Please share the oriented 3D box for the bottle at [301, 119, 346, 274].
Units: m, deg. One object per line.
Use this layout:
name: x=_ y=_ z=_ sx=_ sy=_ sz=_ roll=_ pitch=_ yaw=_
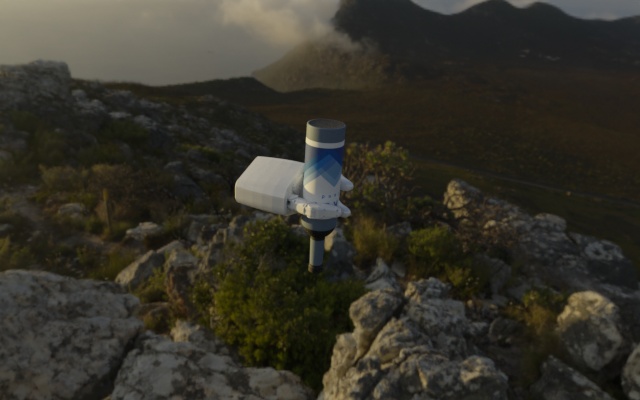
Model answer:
bottle: x=0.000 y=0.003 z=0.876 sx=0.069 sy=0.296 sz=0.069 roll=4 pitch=24 yaw=-2
